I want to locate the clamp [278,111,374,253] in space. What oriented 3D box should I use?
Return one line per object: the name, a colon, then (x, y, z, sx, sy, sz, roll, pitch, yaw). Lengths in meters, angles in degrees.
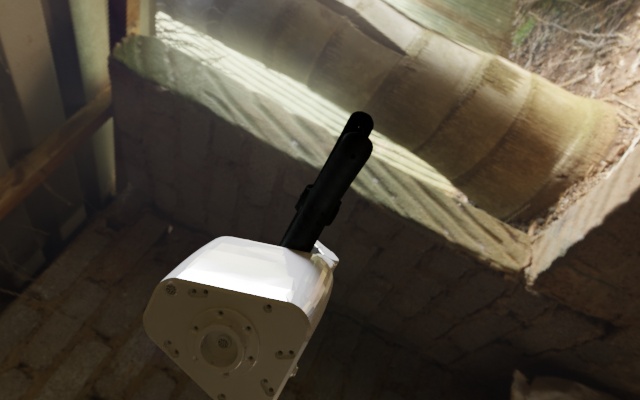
clamp: (-0.001, 0.001, 0.413, 0.039, 0.171, 0.120, 27, 11, 3)
